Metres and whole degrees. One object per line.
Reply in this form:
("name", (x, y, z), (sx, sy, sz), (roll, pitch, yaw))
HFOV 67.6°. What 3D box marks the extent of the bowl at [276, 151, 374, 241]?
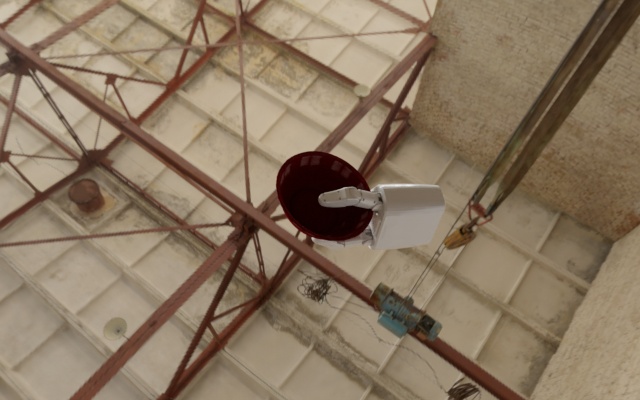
("bowl", (-0.001, 0.002, 0.752), (0.162, 0.162, 0.055), (0, -30, -25))
